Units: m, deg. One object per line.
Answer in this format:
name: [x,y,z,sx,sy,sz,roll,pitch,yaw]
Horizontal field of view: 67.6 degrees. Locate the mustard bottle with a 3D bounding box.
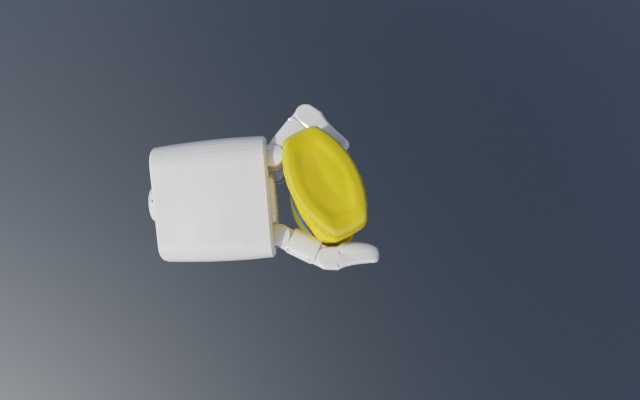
mustard bottle: [0.000,0.001,0.476,0.058,0.096,0.192,-29,-9,-7]
